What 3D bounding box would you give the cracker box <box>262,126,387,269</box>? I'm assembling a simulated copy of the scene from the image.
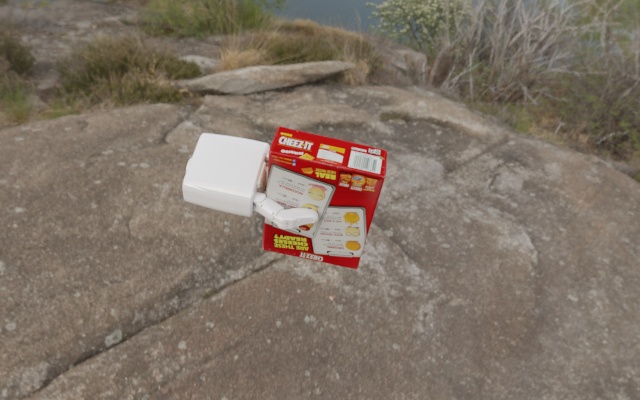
[{"bbox_3d":[0.000,0.002,0.737,0.164,0.072,0.214,12,-44,2],"label":"cracker box"}]
